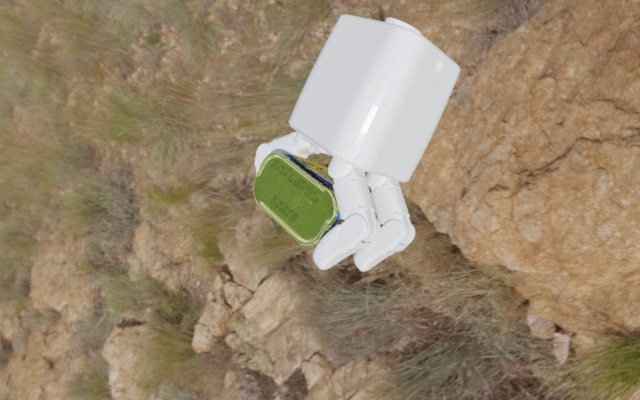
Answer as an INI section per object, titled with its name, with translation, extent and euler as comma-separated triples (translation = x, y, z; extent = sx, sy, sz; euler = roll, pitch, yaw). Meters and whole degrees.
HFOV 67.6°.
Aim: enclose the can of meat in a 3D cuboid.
[can of meat]
translation = 0.000, 0.001, 0.431
extent = 0.102, 0.057, 0.084
euler = 38, 17, 35
